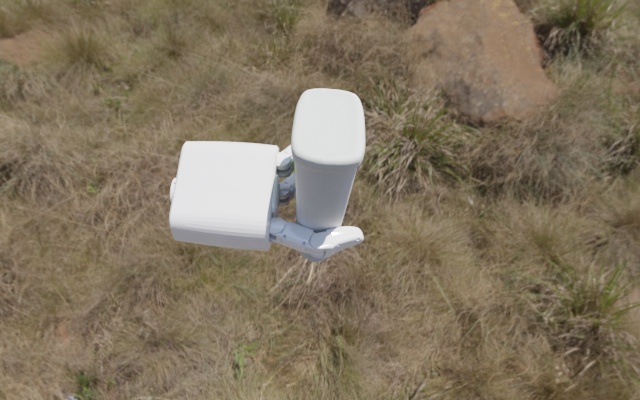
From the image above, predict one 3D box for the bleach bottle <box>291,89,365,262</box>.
[{"bbox_3d":[0.000,0.002,0.538,0.068,0.102,0.251,5,-38,-1],"label":"bleach bottle"}]
